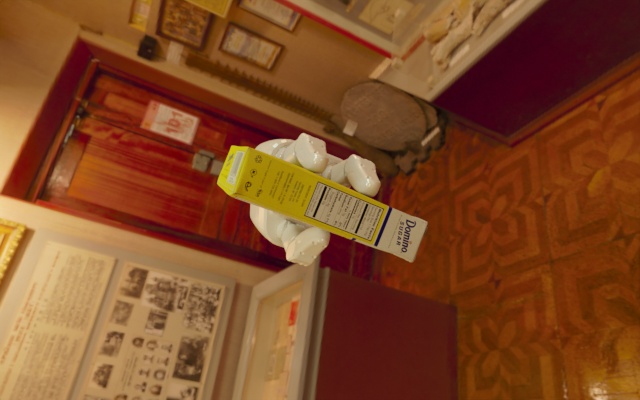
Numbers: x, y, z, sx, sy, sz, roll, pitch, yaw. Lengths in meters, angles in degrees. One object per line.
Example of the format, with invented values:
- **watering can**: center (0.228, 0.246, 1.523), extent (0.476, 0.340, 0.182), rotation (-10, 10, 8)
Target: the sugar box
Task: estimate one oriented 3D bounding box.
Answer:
- **sugar box**: center (0.000, 0.001, 0.437), extent (0.176, 0.048, 0.093), rotation (19, 2, -20)
